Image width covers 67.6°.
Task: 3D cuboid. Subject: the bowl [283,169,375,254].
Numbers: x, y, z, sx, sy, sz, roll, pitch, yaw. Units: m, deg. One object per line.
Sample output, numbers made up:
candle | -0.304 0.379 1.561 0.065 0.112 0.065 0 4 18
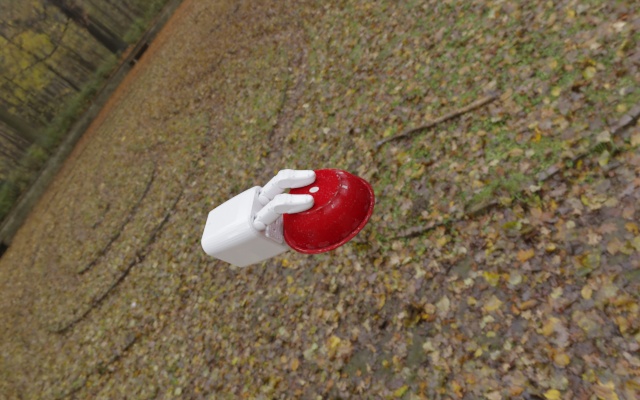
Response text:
bowl | 0.001 0.002 0.739 0.162 0.162 0.055 0 -41 35
